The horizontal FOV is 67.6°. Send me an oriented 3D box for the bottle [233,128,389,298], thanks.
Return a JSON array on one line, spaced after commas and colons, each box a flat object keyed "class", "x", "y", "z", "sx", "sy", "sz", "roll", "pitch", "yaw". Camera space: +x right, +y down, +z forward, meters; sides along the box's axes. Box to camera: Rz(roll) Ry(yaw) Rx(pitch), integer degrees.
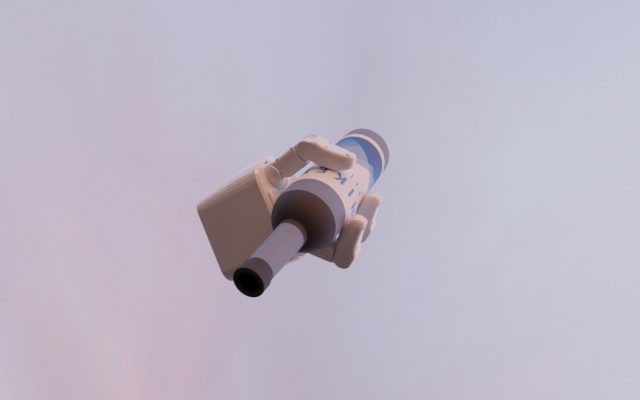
[{"class": "bottle", "x": 0.000, "y": 0.001, "z": 0.483, "sx": 0.069, "sy": 0.069, "sz": 0.295, "roll": 0, "pitch": 25, "yaw": 24}]
